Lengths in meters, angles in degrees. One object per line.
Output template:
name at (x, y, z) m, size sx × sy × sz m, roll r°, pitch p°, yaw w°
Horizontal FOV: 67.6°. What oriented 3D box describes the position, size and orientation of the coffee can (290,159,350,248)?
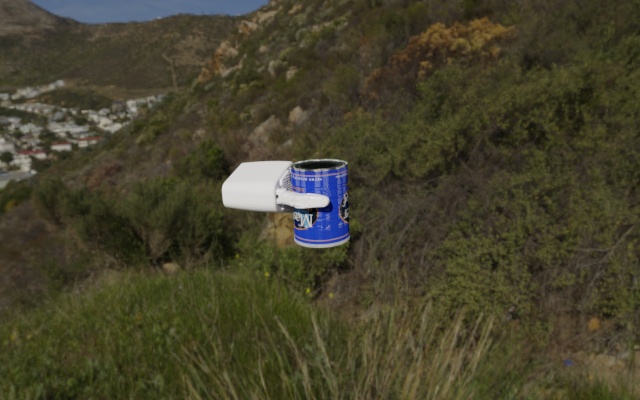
coffee can at (0.000, 0.003, 0.861) m, size 0.103 × 0.140 × 0.102 m, roll -3°, pitch 15°, yaw 1°
